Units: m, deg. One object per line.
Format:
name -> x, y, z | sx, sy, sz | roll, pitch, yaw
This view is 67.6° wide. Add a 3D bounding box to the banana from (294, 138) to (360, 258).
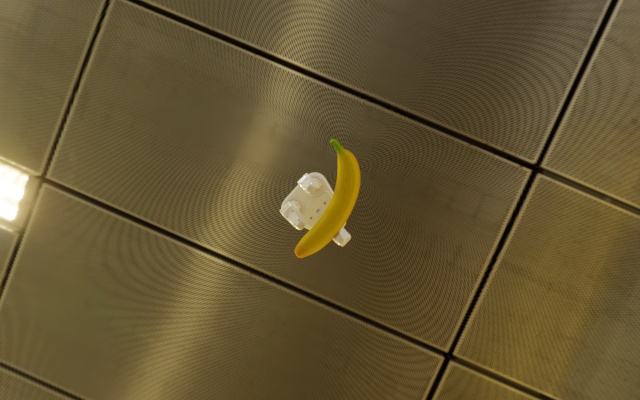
banana -> 0.019, 0.005, 0.756 | 0.069, 0.198, 0.037 | 17, 8, -4
